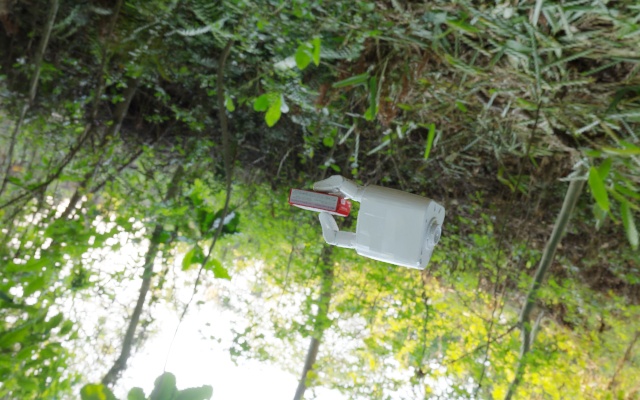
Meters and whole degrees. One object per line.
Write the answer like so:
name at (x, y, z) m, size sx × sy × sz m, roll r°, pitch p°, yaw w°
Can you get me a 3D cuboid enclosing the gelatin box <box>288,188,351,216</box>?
gelatin box at (0.000, 0.003, 0.803) m, size 0.089 × 0.030 × 0.073 m, roll 10°, pitch -4°, yaw 18°
